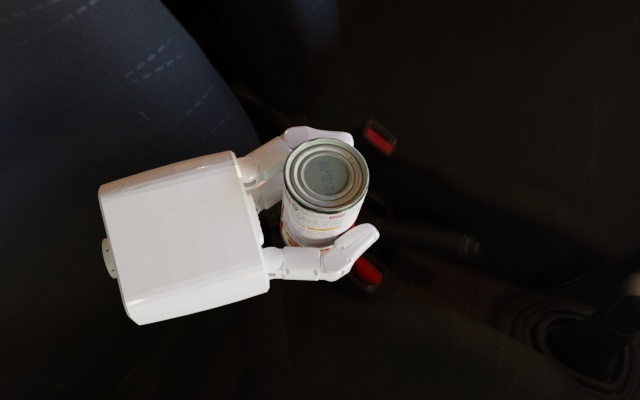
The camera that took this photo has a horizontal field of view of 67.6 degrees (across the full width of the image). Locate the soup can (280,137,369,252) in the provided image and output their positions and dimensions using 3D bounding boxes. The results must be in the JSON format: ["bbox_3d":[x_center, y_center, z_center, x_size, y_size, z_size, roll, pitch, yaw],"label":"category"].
[{"bbox_3d":[0.001,0.001,0.404,0.068,0.068,0.102,0,-26,-6],"label":"soup can"}]
